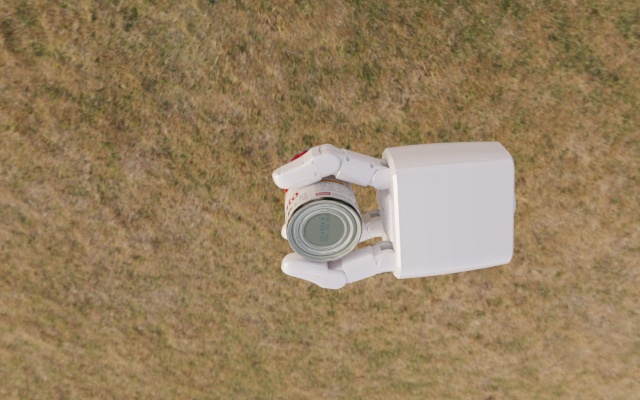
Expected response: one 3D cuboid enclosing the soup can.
[{"bbox_3d":[0.000,0.002,0.448,0.068,0.068,0.102,0,31,-5],"label":"soup can"}]
